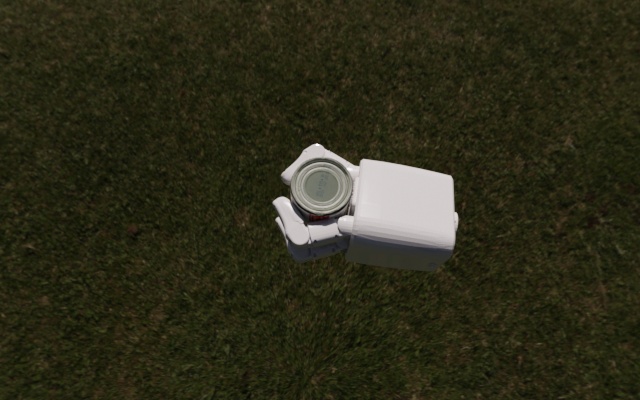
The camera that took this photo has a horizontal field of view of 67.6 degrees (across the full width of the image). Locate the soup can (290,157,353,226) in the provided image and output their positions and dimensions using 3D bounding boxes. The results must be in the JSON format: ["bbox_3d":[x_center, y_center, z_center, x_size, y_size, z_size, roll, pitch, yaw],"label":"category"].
[{"bbox_3d":[0.000,0.001,0.541,0.068,0.068,0.102,0,-20,-2],"label":"soup can"}]
